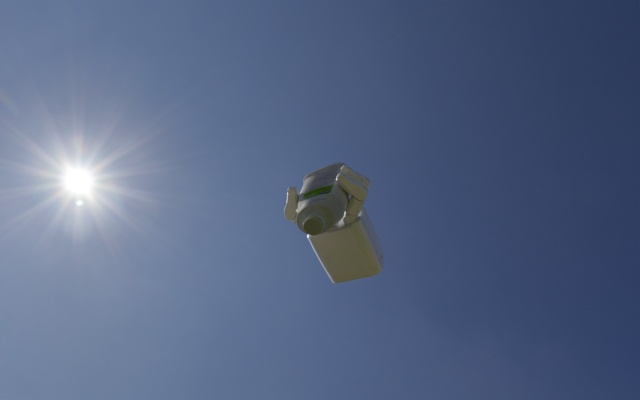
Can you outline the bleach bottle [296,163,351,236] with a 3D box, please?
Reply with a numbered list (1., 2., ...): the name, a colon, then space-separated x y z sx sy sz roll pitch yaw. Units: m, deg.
1. bleach bottle: 0.000 0.003 0.831 0.102 0.068 0.250 -22 14 16
